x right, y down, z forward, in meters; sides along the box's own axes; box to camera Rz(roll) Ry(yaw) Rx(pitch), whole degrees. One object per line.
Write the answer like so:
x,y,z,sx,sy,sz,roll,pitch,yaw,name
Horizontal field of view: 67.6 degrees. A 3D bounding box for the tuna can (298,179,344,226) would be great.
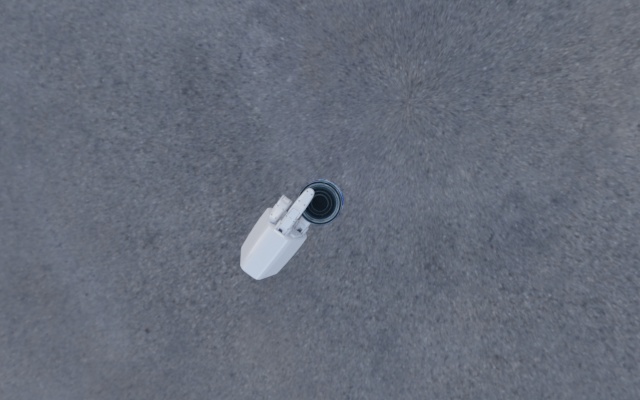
0.000,0.003,0.891,0.086,0.086,0.033,0,7,7,tuna can
